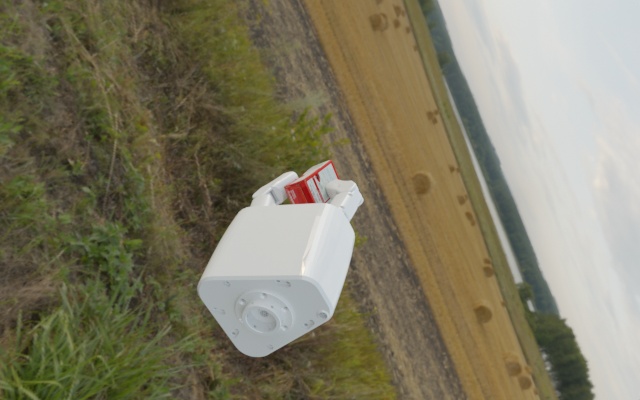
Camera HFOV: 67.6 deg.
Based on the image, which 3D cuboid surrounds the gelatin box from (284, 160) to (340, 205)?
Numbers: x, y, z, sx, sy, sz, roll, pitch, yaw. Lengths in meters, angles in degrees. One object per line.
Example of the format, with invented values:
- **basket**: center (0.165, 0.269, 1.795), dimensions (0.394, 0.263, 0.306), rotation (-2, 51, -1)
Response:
- **gelatin box**: center (0.001, 0.002, 0.541), dimensions (0.030, 0.073, 0.089), rotation (-18, 12, 26)
